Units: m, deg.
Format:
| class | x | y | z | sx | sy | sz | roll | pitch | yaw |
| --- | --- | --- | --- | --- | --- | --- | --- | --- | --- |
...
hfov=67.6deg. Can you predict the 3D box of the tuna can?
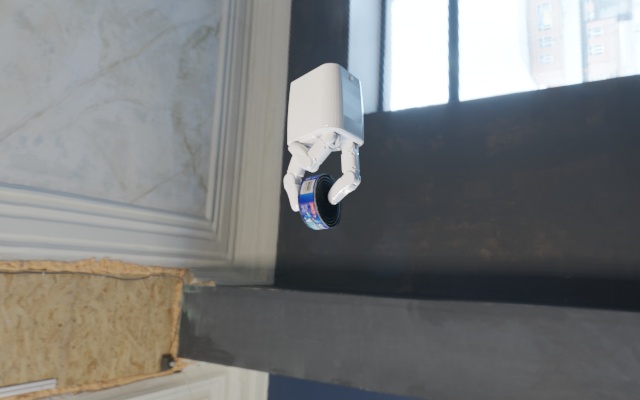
| class | x | y | z | sx | sy | sz | roll | pitch | yaw |
| --- | --- | --- | --- | --- | --- | --- | --- | --- | --- |
| tuna can | 0.000 | 0.003 | 0.748 | 0.034 | 0.086 | 0.086 | -9 | -5 | 29 |
